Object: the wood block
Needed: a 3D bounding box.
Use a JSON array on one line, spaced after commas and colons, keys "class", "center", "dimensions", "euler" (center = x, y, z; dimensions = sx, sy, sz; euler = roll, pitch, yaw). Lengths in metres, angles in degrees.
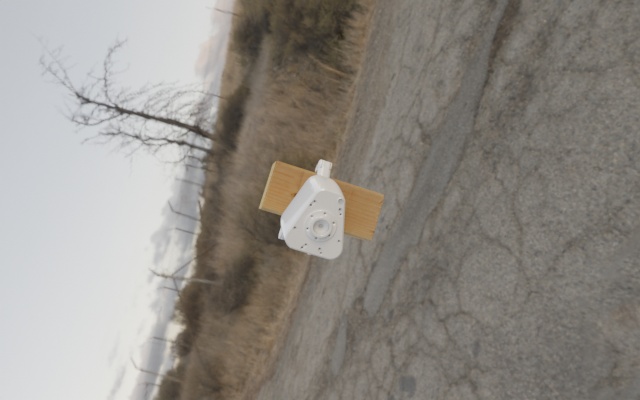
[{"class": "wood block", "center": [0.000, 0.003, 0.885], "dimensions": [0.206, 0.091, 0.090], "euler": [18, -4, -10]}]
